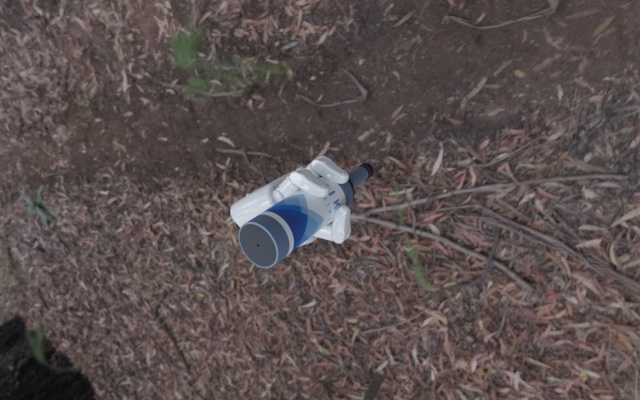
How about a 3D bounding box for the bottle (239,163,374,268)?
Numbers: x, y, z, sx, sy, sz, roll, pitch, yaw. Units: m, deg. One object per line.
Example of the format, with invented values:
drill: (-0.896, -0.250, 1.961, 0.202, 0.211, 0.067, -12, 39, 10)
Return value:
bottle: (0.000, 0.002, 0.722, 0.069, 0.069, 0.295, 0, 22, 36)
